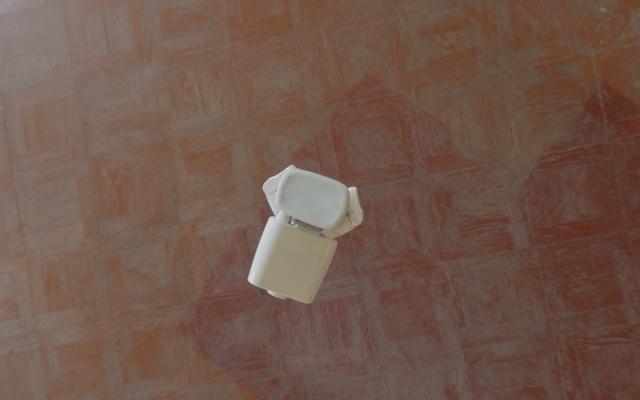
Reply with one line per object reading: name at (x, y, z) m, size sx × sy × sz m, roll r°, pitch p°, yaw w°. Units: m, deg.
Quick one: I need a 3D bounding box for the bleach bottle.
bleach bottle at (0.000, 0.002, 0.759) m, size 0.102 × 0.068 × 0.251 m, roll 20°, pitch 0°, yaw 7°
